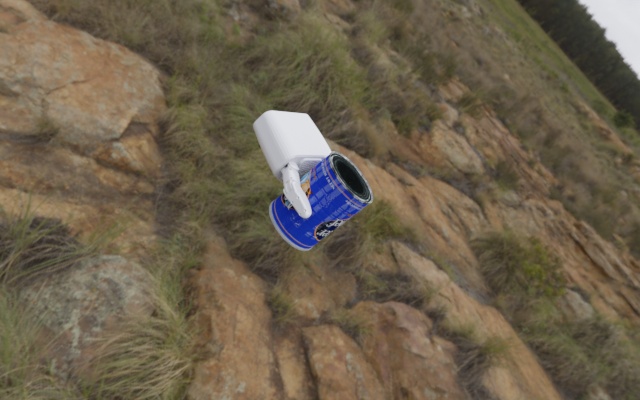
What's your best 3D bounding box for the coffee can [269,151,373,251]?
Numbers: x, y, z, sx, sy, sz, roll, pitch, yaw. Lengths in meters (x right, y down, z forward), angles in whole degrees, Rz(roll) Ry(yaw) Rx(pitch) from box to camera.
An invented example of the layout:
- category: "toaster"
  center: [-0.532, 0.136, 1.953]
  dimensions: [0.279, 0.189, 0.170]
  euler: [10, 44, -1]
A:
- category: "coffee can"
  center: [0.000, 0.003, 0.781]
  dimensions: [0.140, 0.102, 0.103]
  euler: [-39, -18, 23]
